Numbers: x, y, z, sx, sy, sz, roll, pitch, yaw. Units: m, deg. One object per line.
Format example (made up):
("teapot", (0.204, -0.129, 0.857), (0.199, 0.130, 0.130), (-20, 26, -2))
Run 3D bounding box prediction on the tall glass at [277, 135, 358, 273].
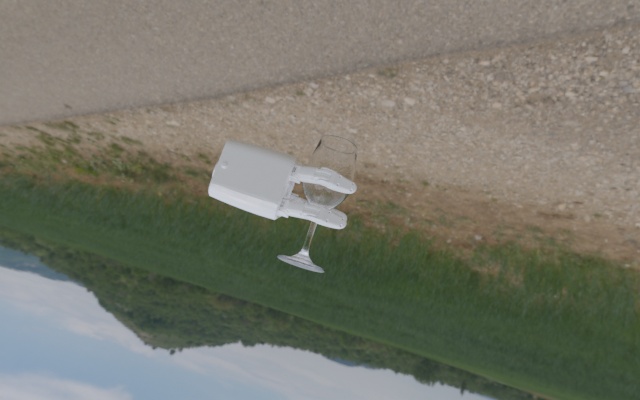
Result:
("tall glass", (0.000, 0.003, 0.727), (0.079, 0.201, 0.079), (17, -14, 5))
